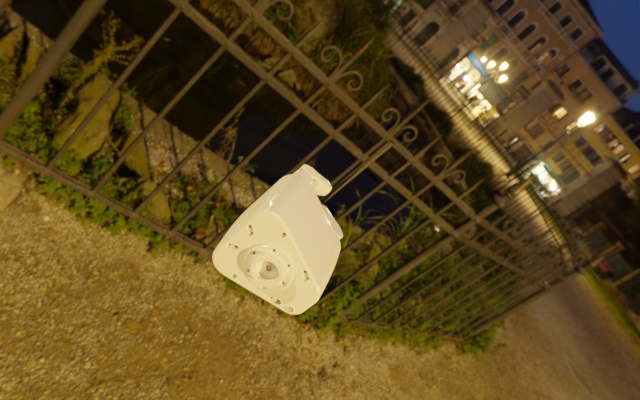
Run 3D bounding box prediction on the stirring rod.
[{"bbox_3d":[0.000,0.002,0.616,0.239,0.011,0.011,-40,-17,22],"label":"stirring rod"}]
